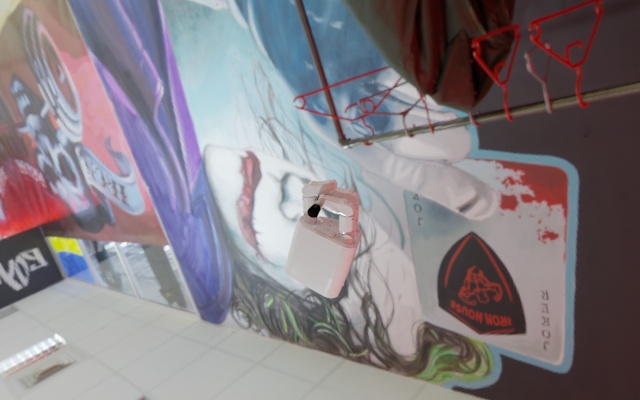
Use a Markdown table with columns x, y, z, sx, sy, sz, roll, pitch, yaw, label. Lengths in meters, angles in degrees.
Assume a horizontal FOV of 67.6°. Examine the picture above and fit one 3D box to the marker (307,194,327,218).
| x | y | z | sx | sy | sz | roll | pitch | yaw | label |
| --- | --- | --- | --- | --- | --- | --- | --- | --- | --- |
| 0.000 | 0.003 | 0.799 | 0.020 | 0.020 | 0.121 | 0 | 18 | 13 | marker |
